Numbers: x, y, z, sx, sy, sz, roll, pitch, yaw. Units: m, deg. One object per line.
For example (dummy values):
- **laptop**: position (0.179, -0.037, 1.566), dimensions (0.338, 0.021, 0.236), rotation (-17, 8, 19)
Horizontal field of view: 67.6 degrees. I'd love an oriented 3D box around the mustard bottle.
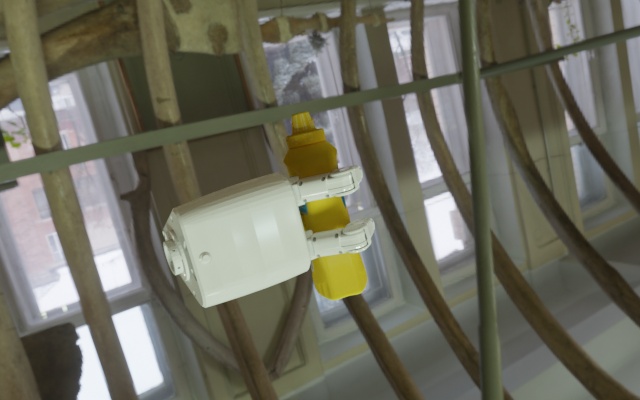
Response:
- **mustard bottle**: position (0.000, 0.002, 0.508), dimensions (0.058, 0.191, 0.096), rotation (-14, 9, -3)
